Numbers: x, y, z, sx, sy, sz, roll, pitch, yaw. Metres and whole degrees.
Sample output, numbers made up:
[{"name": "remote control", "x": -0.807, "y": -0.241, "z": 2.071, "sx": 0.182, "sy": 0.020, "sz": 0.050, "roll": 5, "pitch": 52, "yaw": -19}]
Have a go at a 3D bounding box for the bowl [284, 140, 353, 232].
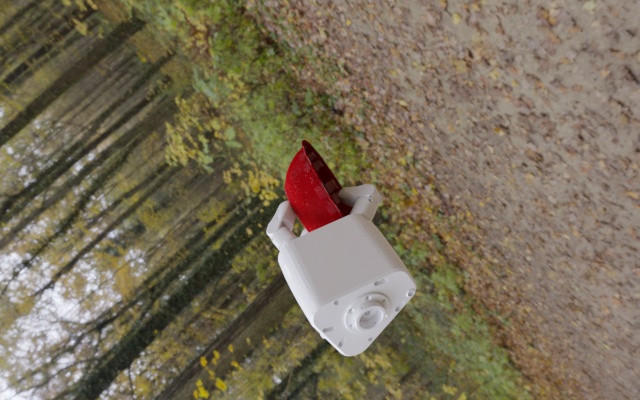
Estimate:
[{"name": "bowl", "x": 0.000, "y": 0.002, "z": 0.629, "sx": 0.055, "sy": 0.162, "sz": 0.162, "roll": -32, "pitch": -6, "yaw": 9}]
